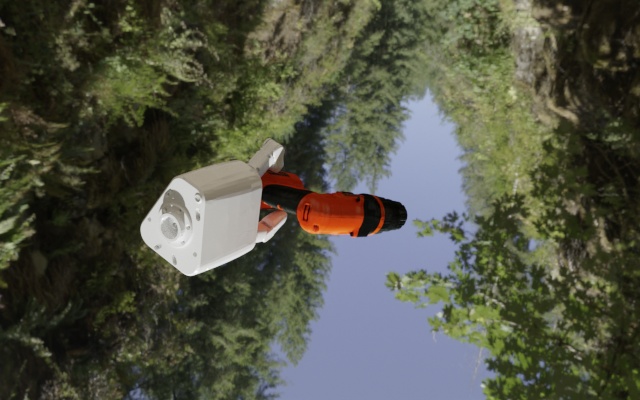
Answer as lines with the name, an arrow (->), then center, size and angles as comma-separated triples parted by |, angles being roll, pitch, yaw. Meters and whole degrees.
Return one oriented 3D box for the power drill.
power drill -> 0.000, 0.002, 0.631 | 0.187, 0.057, 0.184 | 14, 6, 43
